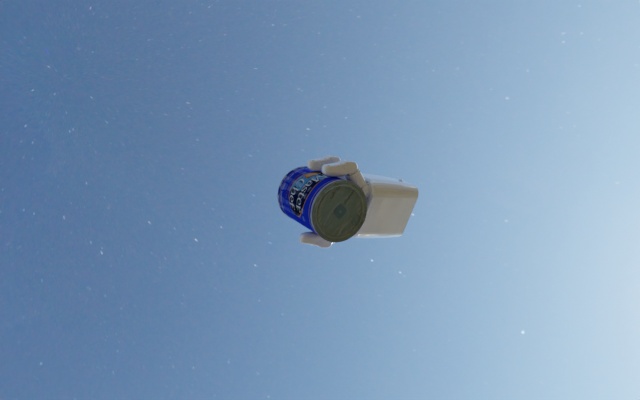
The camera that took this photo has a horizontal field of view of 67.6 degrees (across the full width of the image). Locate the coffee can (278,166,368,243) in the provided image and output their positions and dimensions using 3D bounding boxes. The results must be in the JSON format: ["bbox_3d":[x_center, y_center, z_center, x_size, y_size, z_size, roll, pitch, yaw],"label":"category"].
[{"bbox_3d":[0.000,0.003,0.818,0.103,0.103,0.140,0,13,-28],"label":"coffee can"}]
